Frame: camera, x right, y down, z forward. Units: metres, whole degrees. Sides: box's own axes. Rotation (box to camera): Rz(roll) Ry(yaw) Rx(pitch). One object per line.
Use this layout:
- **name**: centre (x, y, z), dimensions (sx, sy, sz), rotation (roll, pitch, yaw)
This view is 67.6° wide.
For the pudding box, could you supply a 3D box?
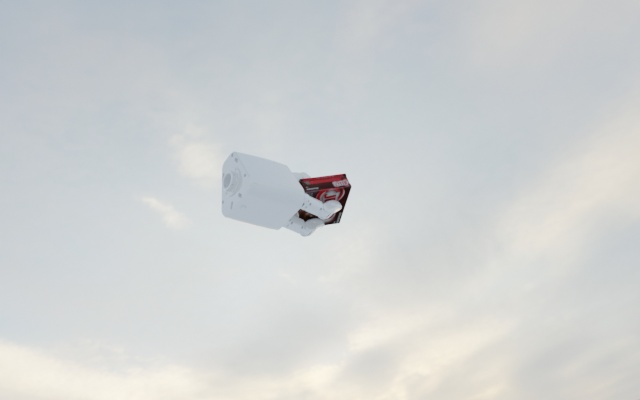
- **pudding box**: centre (0.000, 0.003, 0.877), dimensions (0.090, 0.039, 0.114), rotation (-7, -35, -18)
